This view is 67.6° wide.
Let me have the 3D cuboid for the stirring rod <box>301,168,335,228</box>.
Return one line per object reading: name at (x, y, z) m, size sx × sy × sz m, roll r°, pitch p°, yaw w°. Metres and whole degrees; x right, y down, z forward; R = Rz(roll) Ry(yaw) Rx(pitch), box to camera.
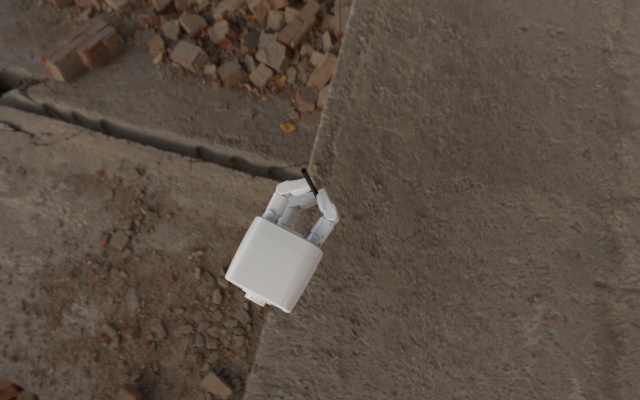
stirring rod at (0.000, 0.003, 0.789) m, size 0.011 × 0.011 × 0.240 m, roll 0°, pitch -22°, yaw 12°
